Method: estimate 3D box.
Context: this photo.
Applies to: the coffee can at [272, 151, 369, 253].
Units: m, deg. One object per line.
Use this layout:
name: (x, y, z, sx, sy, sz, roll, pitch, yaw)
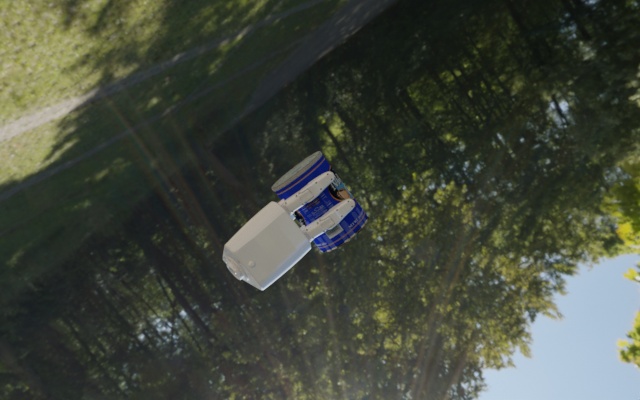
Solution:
coffee can: (0.000, 0.002, 0.809, 0.103, 0.140, 0.102, -36, 11, 8)
